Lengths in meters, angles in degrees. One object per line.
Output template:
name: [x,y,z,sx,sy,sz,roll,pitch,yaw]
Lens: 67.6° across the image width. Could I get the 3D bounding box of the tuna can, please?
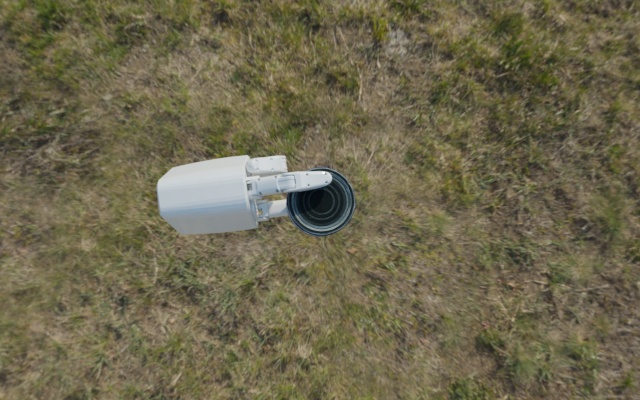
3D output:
tuna can: [0.000,0.002,0.594,0.086,0.086,0.034,0,-5,-5]
